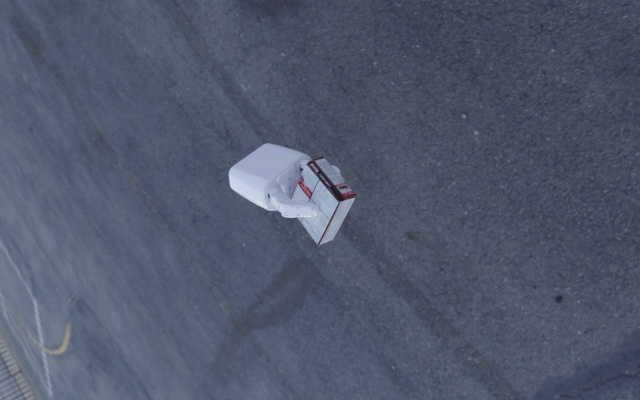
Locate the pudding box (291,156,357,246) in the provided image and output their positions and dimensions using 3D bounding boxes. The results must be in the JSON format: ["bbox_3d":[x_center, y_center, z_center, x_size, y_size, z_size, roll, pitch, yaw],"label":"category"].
[{"bbox_3d":[0.000,0.002,0.749,0.039,0.090,0.114,-22,-29,-35],"label":"pudding box"}]
